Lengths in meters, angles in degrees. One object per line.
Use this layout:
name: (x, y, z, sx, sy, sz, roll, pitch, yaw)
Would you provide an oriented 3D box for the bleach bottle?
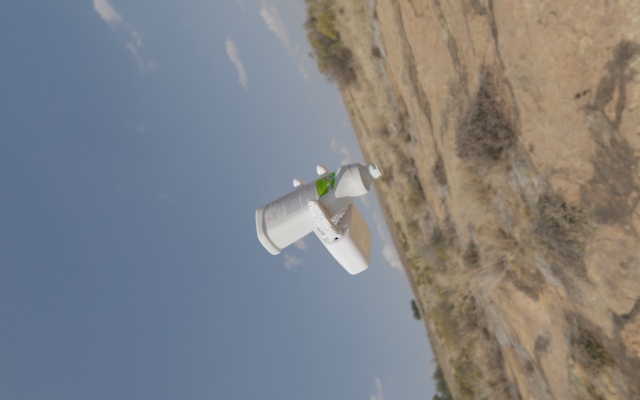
bleach bottle: (0.000, 0.003, 0.900, 0.251, 0.102, 0.068, -28, -51, 11)
